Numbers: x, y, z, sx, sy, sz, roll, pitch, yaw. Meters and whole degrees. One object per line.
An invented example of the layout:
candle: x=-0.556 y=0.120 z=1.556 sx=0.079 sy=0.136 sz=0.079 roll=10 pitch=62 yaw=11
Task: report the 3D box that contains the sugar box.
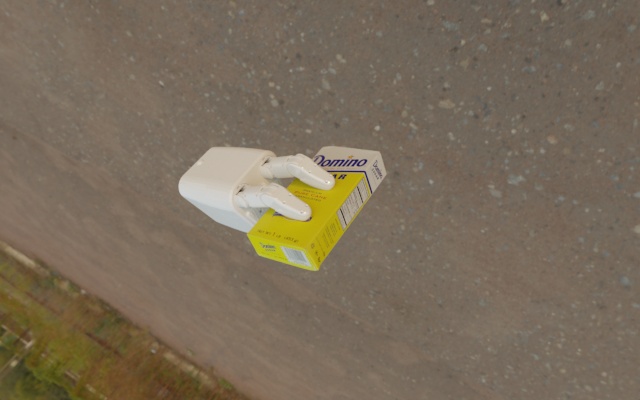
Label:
sugar box: x=0.000 y=0.002 z=0.591 sx=0.093 sy=0.048 sz=0.176 roll=10 pitch=50 yaw=35
